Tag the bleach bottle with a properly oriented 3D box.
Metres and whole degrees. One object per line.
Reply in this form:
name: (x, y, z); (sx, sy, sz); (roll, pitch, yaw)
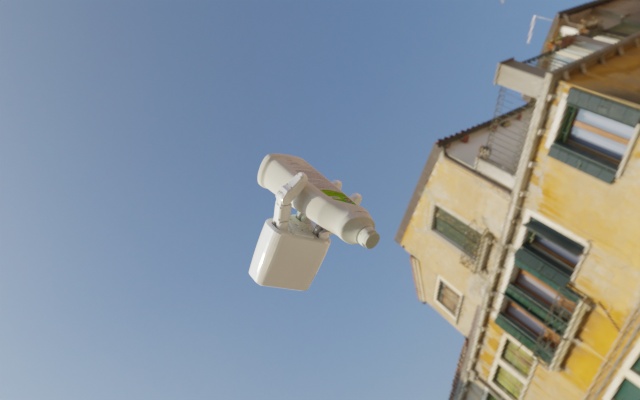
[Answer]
bleach bottle: (0.000, 0.003, 0.795); (0.102, 0.068, 0.250); (3, 26, -42)
